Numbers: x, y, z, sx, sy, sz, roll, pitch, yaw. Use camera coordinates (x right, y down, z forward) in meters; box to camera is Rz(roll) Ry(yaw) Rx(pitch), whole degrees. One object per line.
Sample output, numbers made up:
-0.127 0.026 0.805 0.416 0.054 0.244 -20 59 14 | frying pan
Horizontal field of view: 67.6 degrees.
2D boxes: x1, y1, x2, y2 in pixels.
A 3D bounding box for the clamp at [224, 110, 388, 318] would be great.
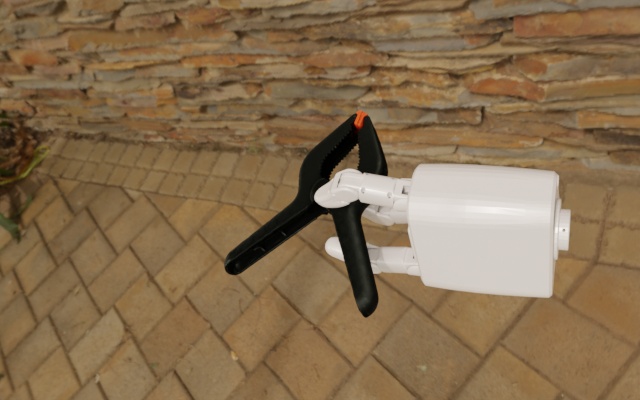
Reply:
0.000 0.001 0.474 0.164 0.210 0.036 4 -28 27 | clamp
